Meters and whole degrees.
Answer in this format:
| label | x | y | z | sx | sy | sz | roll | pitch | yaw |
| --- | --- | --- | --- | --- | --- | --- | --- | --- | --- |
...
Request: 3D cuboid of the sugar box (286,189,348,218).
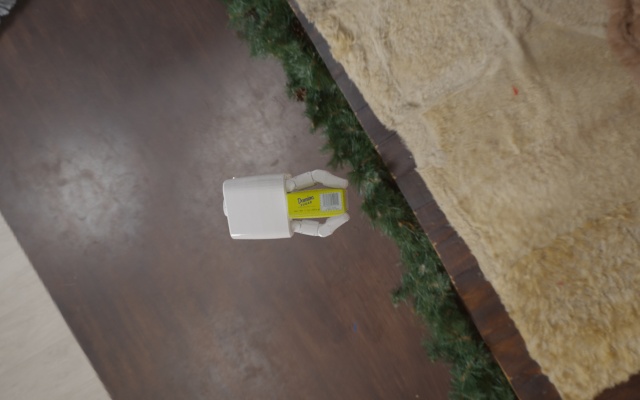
| label | x | y | z | sx | sy | sz | roll | pitch | yaw |
| --- | --- | --- | --- | --- | --- | --- | --- | --- | --- |
| sugar box | 0.000 | 0.002 | 0.835 | 0.093 | 0.048 | 0.176 | -4 | 3 | 4 |
